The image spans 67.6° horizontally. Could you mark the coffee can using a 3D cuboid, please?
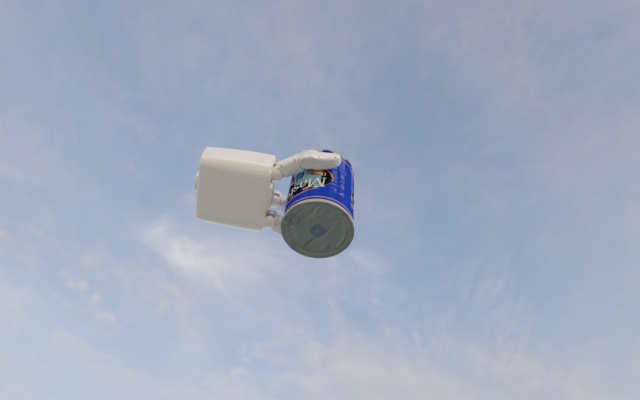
[{"bbox_3d":[0.000,0.002,0.717,0.103,0.103,0.140,0,36,4],"label":"coffee can"}]
